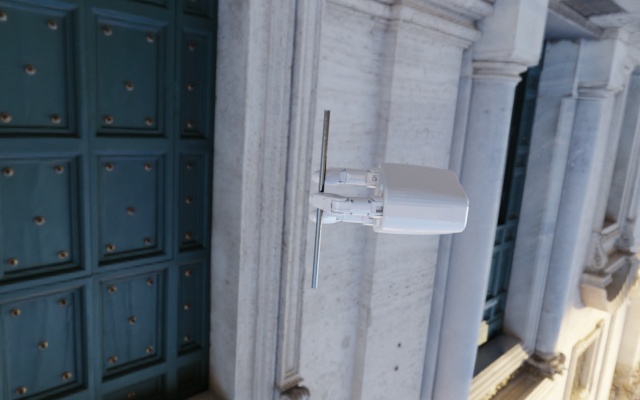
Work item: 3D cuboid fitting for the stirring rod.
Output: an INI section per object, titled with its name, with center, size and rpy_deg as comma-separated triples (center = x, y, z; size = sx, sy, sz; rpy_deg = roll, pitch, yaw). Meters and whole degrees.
[stirring rod]
center = 0.000, 0.002, 0.634
size = 0.011, 0.239, 0.011
rpy_deg = 4, 11, -1
